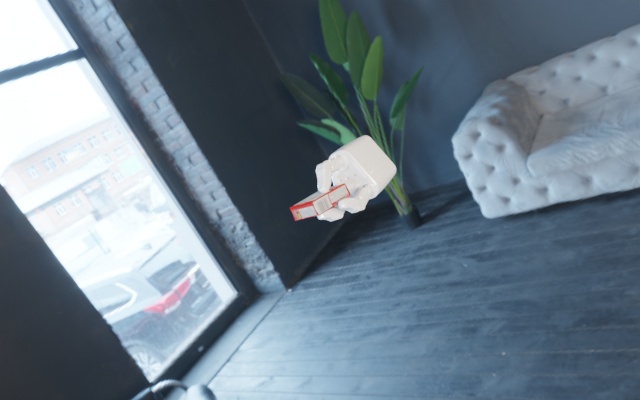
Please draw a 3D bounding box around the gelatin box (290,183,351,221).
[{"bbox_3d":[0.000,0.003,0.872,0.089,0.030,0.073,-30,10,-37],"label":"gelatin box"}]
